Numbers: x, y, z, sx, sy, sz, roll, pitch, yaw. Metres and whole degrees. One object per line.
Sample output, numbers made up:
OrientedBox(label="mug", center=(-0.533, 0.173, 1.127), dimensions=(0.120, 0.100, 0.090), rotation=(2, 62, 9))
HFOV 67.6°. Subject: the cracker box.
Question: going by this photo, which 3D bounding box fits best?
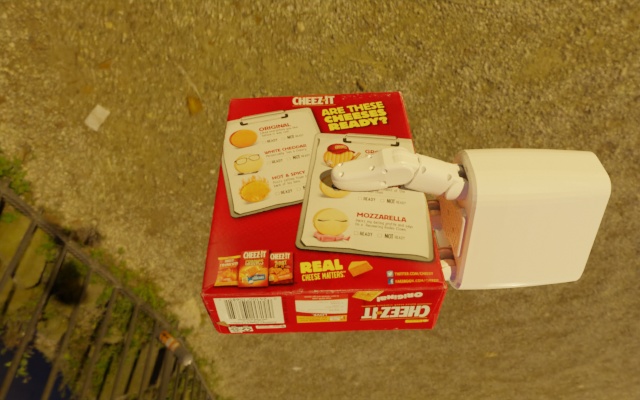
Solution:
OrientedBox(label="cracker box", center=(0.000, 0.001, 0.401), dimensions=(0.164, 0.213, 0.072), rotation=(-2, -42, -1))
